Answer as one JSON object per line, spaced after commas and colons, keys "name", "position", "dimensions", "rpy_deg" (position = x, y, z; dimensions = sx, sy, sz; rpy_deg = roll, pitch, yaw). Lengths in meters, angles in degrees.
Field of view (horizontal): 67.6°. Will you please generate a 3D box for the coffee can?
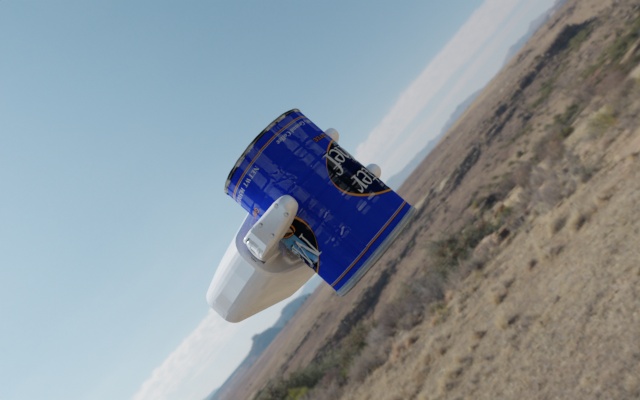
{"name": "coffee can", "position": [0.000, 0.001, 0.430], "dimensions": [0.140, 0.103, 0.103], "rpy_deg": [41, 5, 6]}
